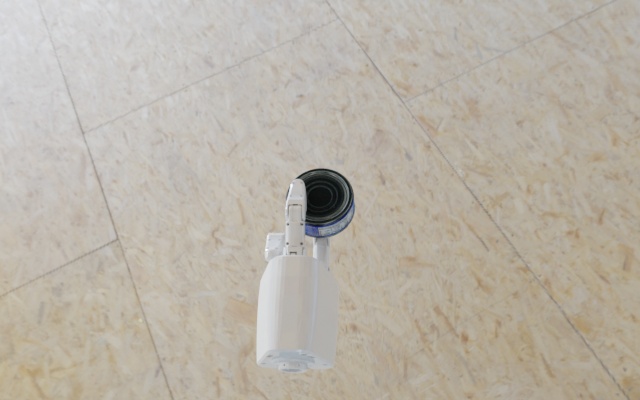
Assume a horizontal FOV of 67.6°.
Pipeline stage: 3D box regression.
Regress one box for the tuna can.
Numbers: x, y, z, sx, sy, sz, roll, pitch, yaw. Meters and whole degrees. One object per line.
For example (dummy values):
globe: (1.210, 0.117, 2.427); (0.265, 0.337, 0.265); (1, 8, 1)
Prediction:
tuna can: (0.000, 0.002, 0.599); (0.086, 0.086, 0.034); (0, -32, 6)
